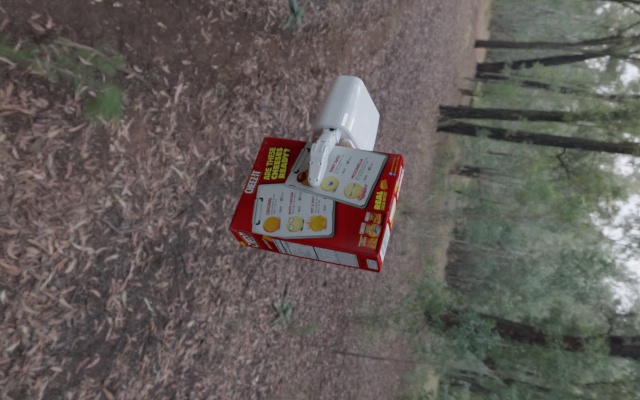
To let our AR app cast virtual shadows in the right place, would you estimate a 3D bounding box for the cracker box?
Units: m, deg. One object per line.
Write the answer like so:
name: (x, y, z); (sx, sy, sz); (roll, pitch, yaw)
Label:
cracker box: (0.000, 0.002, 0.690); (0.213, 0.164, 0.072); (9, -28, 16)
